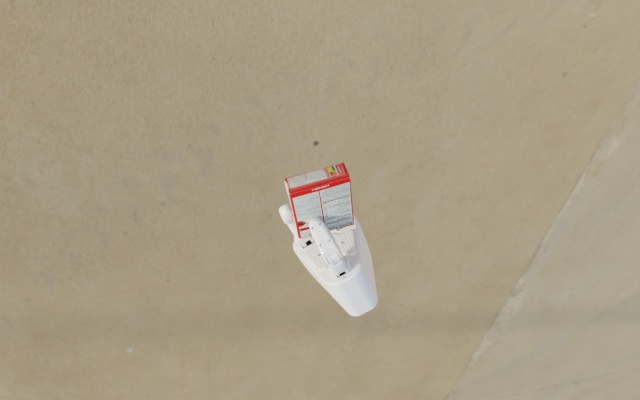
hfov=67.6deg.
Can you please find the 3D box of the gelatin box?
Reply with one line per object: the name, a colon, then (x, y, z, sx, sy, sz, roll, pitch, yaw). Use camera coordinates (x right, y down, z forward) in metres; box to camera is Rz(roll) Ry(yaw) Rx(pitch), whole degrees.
gelatin box: (0.000, 0.002, 0.575, 0.073, 0.030, 0.089, -16, -41, -6)
